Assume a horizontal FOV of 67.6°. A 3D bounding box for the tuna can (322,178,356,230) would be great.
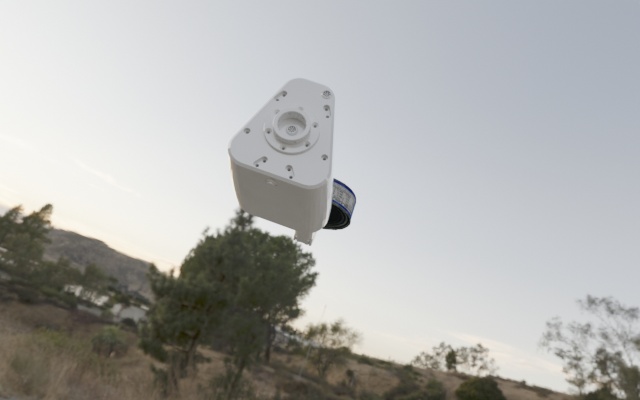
[{"bbox_3d":[0.000,0.001,0.589,0.086,0.033,0.086,15,-26,7],"label":"tuna can"}]
